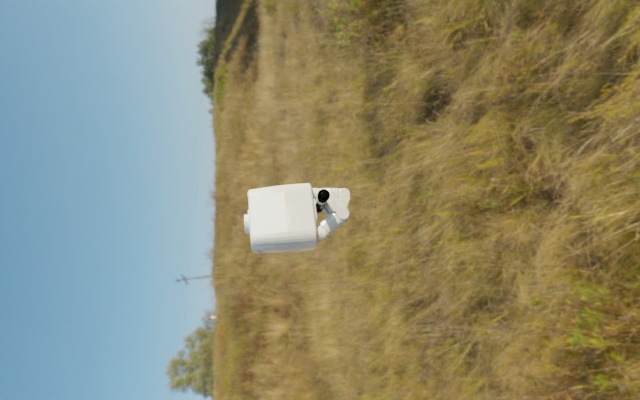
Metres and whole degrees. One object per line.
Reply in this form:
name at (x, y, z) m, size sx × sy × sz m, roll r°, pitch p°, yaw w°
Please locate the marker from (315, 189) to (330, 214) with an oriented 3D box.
marker at (0.000, 0.003, 0.773) m, size 0.020 × 0.020 × 0.121 m, roll 0°, pitch -11°, yaw -5°
